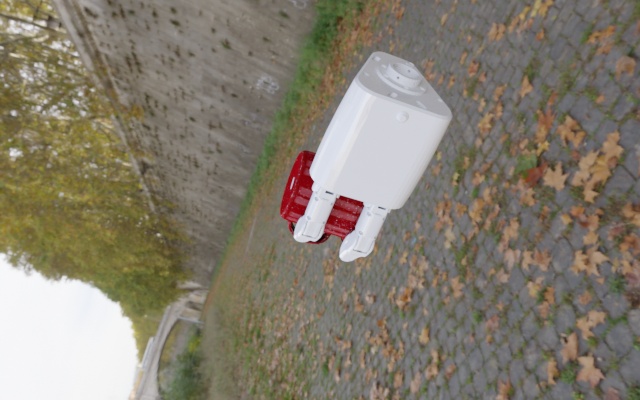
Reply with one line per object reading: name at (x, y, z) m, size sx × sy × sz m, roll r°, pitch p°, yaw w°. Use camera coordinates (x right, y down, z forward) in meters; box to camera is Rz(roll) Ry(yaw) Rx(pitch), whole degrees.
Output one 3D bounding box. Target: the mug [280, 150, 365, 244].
mug at (-0.001, 0.003, 0.547) m, size 0.081 × 0.117 × 0.093 m, roll 18°, pitch 35°, yaw -11°
